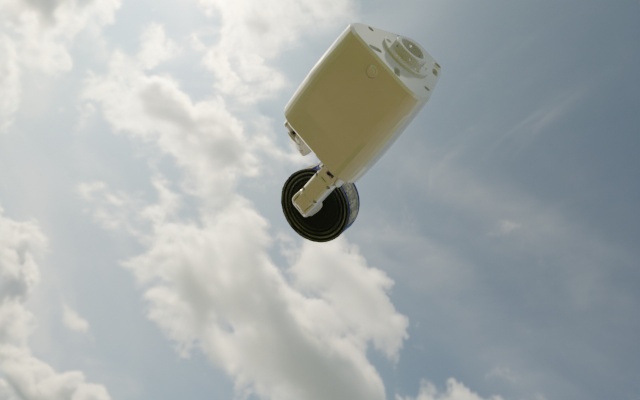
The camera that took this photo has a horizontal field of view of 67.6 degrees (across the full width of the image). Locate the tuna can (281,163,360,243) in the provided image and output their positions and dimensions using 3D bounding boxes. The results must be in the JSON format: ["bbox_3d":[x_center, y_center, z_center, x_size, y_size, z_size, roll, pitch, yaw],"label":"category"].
[{"bbox_3d":[0.000,0.002,0.537,0.086,0.086,0.033,0,18,31],"label":"tuna can"}]
